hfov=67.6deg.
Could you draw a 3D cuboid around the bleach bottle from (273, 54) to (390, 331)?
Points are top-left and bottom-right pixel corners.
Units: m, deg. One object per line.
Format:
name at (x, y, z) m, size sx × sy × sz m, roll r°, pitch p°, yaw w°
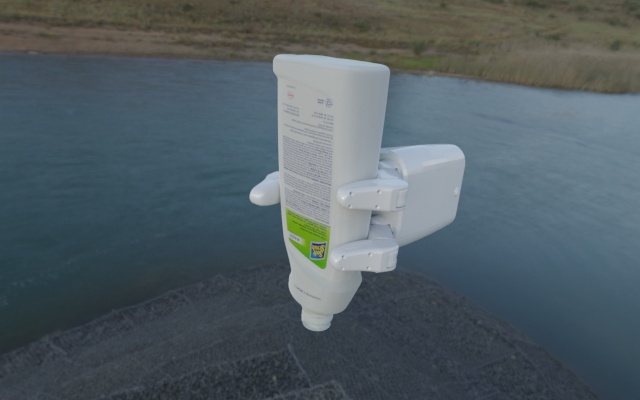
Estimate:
bleach bottle at (0.000, 0.001, 0.436) m, size 0.068 × 0.251 × 0.102 m, roll -13°, pitch 27°, yaw -40°
